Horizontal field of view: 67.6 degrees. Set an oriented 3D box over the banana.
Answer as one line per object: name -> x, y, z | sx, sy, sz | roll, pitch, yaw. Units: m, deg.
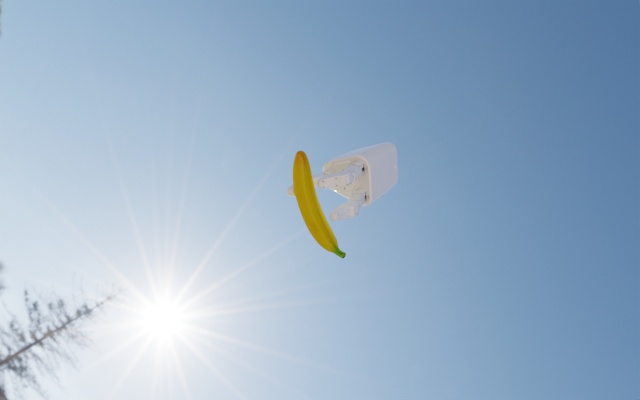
banana -> -0.010, 0.010, 0.837 | 0.037, 0.198, 0.069 | -28, 7, -40
